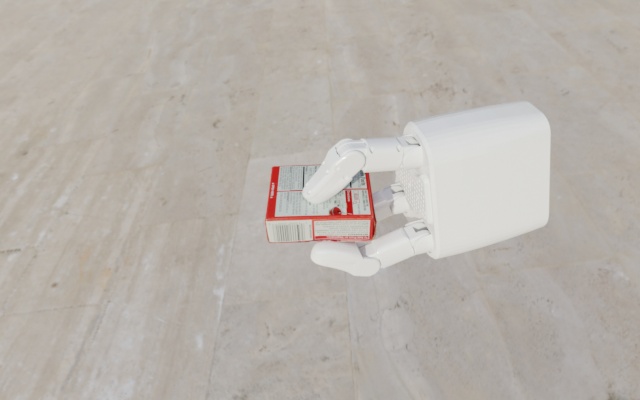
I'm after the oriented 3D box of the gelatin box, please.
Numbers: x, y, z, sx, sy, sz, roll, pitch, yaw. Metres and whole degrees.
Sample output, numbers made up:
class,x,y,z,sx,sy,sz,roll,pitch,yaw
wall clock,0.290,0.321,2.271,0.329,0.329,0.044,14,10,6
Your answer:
class,x,y,z,sx,sy,sz,roll,pitch,yaw
gelatin box,0.000,0.001,0.408,0.089,0.030,0.073,-1,40,1
